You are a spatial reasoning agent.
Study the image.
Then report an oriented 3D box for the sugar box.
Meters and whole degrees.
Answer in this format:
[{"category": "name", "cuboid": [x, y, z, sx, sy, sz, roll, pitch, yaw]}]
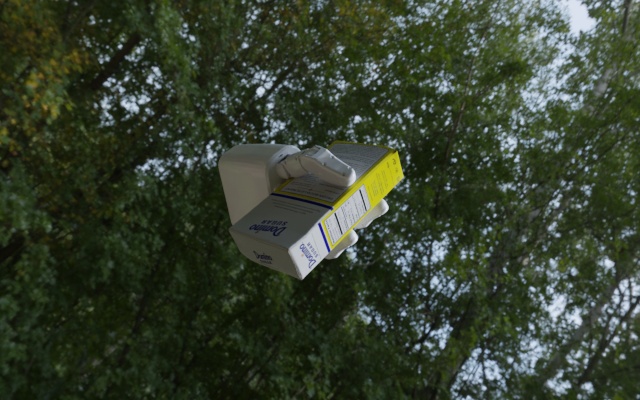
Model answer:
[{"category": "sugar box", "cuboid": [0.000, 0.002, 0.502, 0.093, 0.048, 0.176, 14, 47, 43]}]
